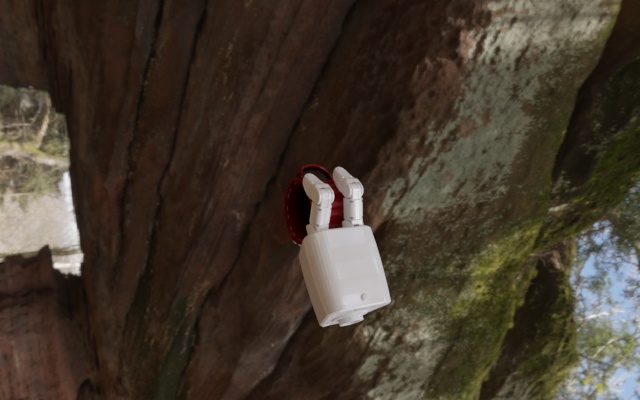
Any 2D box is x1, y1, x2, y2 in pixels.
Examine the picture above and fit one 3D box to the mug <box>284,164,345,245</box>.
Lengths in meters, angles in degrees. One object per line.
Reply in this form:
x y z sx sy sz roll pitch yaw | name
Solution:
0.000 0.001 0.689 0.081 0.117 0.093 -4 -23 -27 | mug
